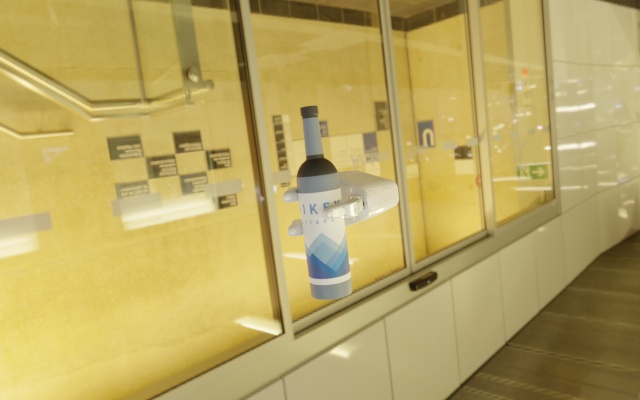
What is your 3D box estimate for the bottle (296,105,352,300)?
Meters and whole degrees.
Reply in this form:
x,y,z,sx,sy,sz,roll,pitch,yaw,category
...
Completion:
x,y,z,sx,sy,sz,roll,pitch,yaw,category
0.000,0.003,0.743,0.069,0.296,0.069,-7,7,1,bottle
